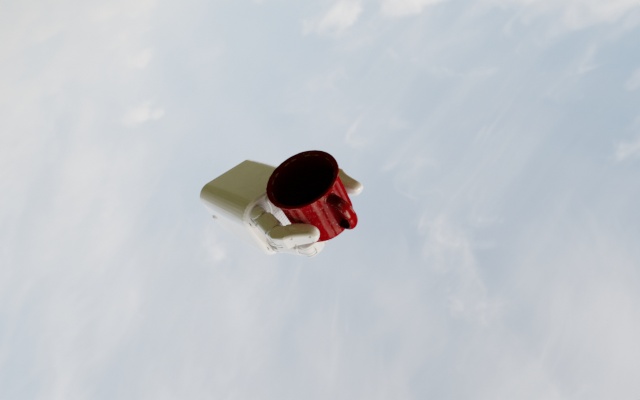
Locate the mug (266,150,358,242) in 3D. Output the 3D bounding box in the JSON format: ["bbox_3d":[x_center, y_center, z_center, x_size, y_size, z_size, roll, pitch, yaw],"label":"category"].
[{"bbox_3d":[0.001,0.002,0.587,0.117,0.093,0.082,24,-25,39],"label":"mug"}]
